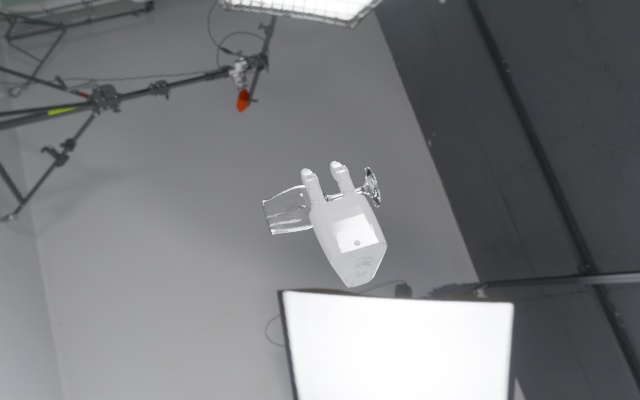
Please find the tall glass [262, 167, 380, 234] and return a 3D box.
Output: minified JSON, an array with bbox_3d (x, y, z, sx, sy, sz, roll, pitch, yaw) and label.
[{"bbox_3d":[0.001,0.003,0.851,0.201,0.079,0.079,-16,2,-9],"label":"tall glass"}]
